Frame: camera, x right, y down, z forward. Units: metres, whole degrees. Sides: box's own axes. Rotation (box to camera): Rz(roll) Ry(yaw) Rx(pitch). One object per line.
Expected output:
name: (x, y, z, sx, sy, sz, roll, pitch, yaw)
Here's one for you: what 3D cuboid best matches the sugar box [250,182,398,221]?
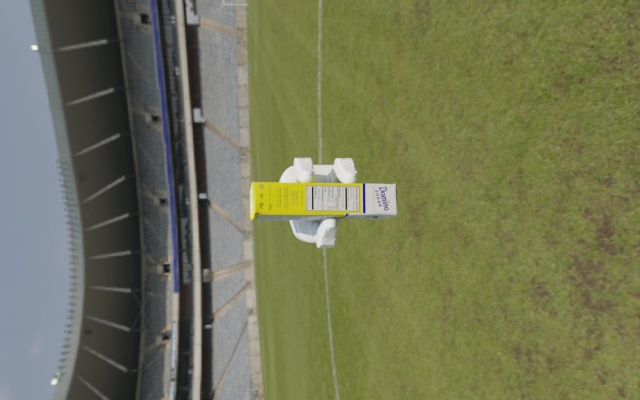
sugar box: (0.000, 0.001, 0.608, 0.176, 0.048, 0.093, -2, -5, -10)
